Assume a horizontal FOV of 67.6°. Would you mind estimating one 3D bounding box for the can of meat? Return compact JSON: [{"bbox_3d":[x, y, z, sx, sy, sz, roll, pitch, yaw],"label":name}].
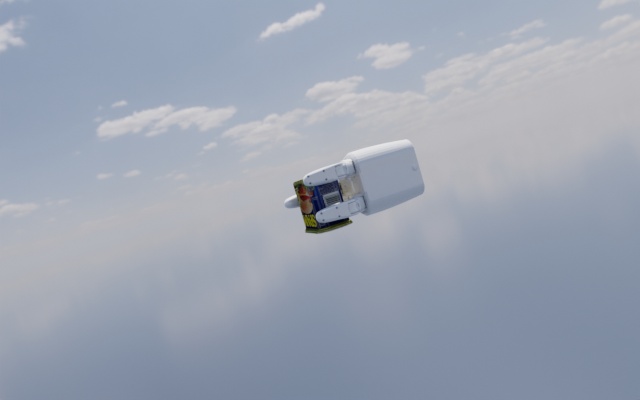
[{"bbox_3d":[0.000,0.002,0.730,0.057,0.084,0.102,-17,3,-17],"label":"can of meat"}]
